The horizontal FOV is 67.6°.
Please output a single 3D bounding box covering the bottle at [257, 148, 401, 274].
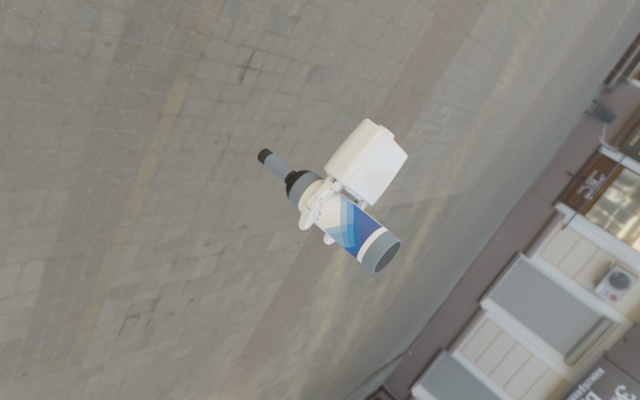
[{"bbox_3d":[0.000,0.003,0.798,0.295,0.069,0.069,39,19,24],"label":"bottle"}]
